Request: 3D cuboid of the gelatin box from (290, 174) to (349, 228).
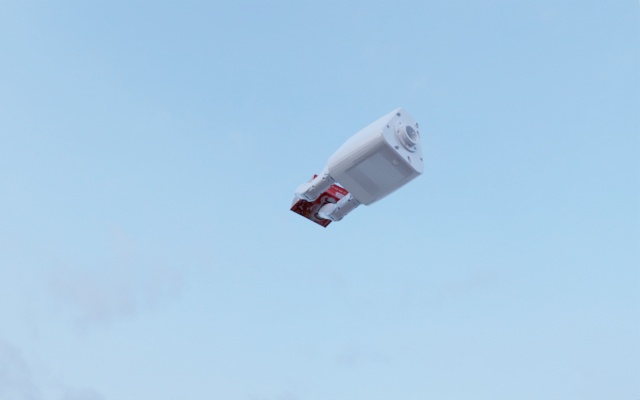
[{"bbox_3d":[0.000,0.002,0.803,0.073,0.030,0.089,27,-40,-15],"label":"gelatin box"}]
